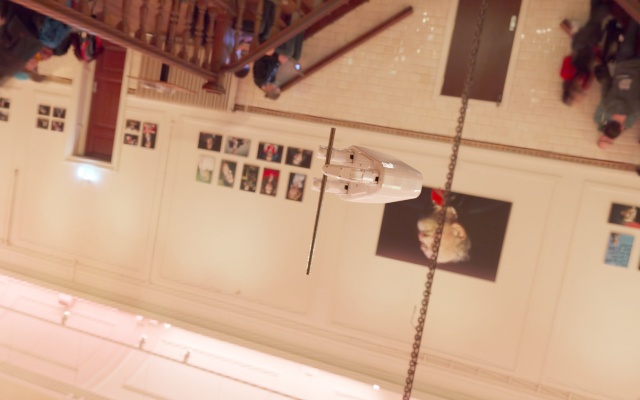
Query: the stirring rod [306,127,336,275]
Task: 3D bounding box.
[{"bbox_3d":[0.000,0.002,0.769,0.011,0.239,0.011,10,5,-1],"label":"stirring rod"}]
